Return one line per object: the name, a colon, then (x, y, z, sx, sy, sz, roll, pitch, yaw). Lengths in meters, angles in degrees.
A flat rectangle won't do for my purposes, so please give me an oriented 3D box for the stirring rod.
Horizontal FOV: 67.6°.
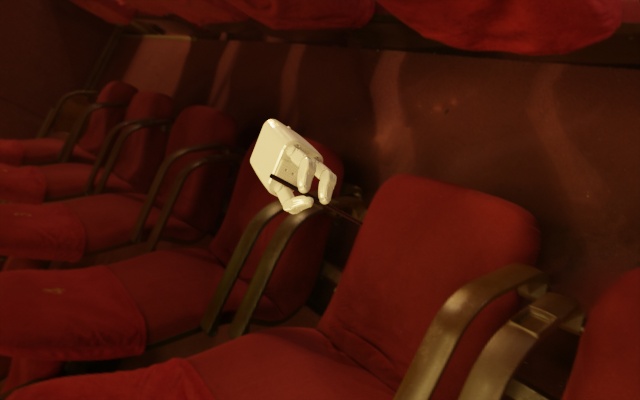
stirring rod: (0.000, 0.003, 0.837, 0.011, 0.011, 0.239, 0, -20, 44)
